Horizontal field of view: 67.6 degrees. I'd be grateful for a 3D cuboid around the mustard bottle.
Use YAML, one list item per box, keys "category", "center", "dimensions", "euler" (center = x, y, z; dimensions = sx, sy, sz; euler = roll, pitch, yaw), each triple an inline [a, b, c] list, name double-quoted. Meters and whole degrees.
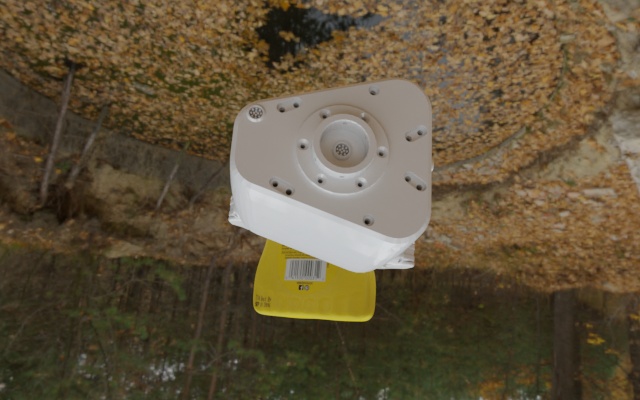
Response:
- category: "mustard bottle"
  center: [0.000, 0.002, 0.403]
  dimensions: [0.096, 0.191, 0.058]
  euler: [-1, -15, 19]
